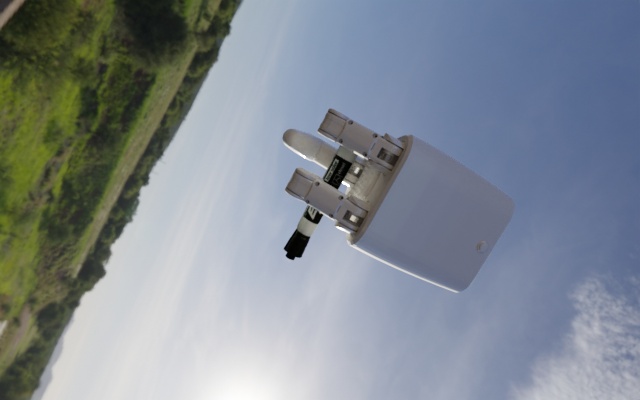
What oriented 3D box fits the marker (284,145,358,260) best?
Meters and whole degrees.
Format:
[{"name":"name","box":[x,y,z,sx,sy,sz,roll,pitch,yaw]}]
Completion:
[{"name":"marker","box":[0.000,0.001,0.433,0.020,0.121,0.020,28,9,-5]}]
